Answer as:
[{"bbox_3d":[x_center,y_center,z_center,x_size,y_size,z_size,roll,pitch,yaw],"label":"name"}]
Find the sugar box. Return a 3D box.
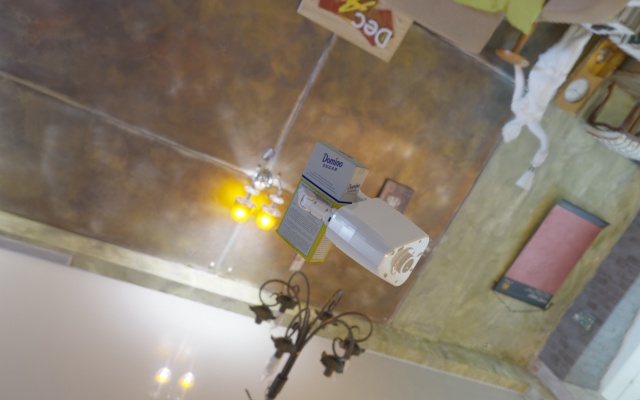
[{"bbox_3d":[0.001,0.003,0.776,0.093,0.176,0.048,38,17,34],"label":"sugar box"}]
